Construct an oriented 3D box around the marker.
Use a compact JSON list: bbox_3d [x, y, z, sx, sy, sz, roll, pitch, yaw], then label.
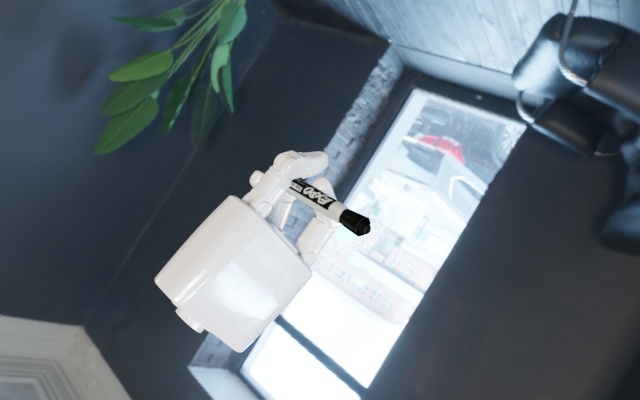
[{"bbox_3d":[0.000,0.001,0.442,0.020,0.020,0.121,0,23,-47],"label":"marker"}]
